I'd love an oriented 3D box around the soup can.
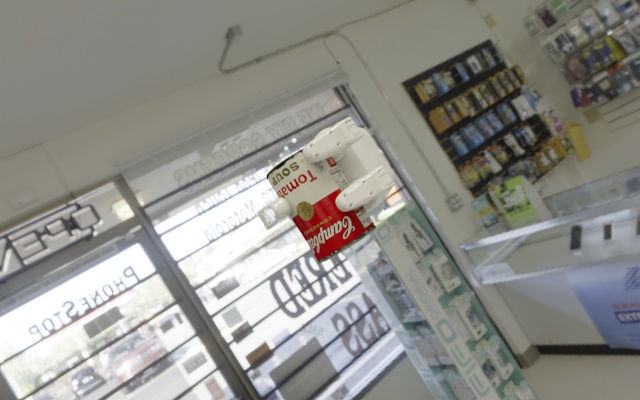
[{"bbox_3d":[0.000,0.001,0.474,0.068,0.102,0.068,-32,-1,-1],"label":"soup can"}]
